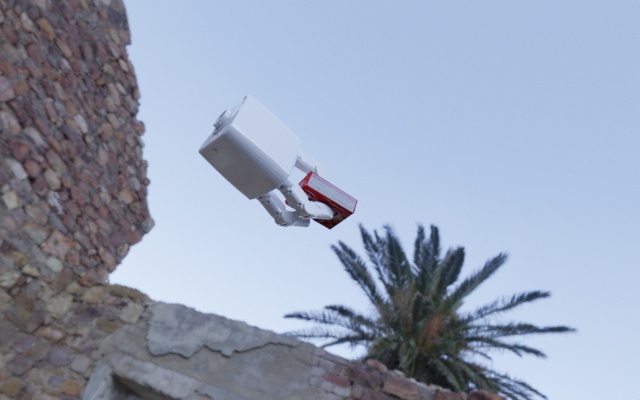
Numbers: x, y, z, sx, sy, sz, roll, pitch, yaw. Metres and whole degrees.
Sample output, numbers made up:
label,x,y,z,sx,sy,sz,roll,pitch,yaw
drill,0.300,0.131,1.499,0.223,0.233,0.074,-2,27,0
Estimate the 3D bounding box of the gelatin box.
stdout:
label,x,y,z,sx,sy,sz,roll,pitch,yaw
gelatin box,0.001,0.002,0.730,0.089,0.030,0.073,31,-35,-14
